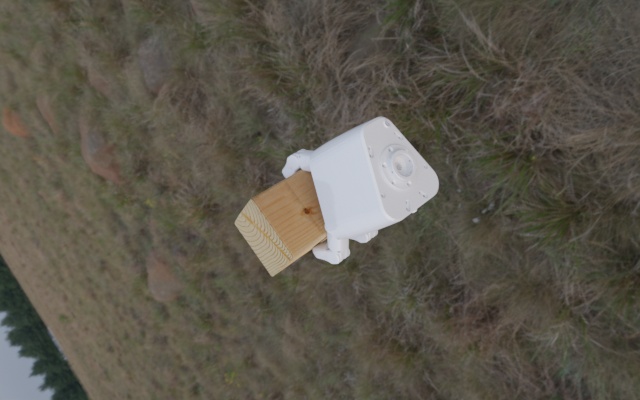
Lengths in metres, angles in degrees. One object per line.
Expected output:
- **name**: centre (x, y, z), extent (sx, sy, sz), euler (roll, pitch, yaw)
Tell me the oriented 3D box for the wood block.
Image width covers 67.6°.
- **wood block**: centre (0.000, 0.002, 0.652), extent (0.206, 0.091, 0.090), euler (-32, -7, -32)
